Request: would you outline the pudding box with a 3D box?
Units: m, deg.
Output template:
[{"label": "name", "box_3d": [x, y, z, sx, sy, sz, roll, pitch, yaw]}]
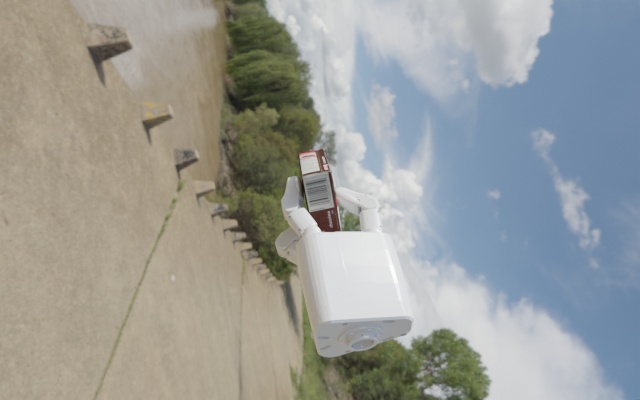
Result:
[{"label": "pudding box", "box_3d": [0.000, 0.002, 0.605, 0.039, 0.113, 0.090, -9, 23, -2]}]
